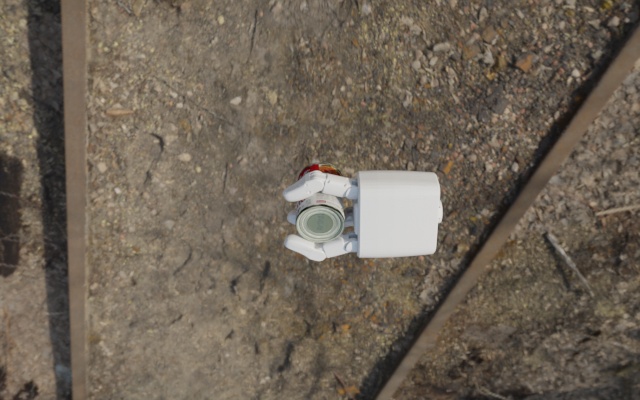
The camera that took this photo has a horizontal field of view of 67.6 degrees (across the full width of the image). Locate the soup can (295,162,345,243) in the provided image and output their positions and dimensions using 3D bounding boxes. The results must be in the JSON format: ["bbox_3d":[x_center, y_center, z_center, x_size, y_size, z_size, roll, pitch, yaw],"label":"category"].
[{"bbox_3d":[0.000,0.002,0.670,0.068,0.069,0.102,0,38,0],"label":"soup can"}]
